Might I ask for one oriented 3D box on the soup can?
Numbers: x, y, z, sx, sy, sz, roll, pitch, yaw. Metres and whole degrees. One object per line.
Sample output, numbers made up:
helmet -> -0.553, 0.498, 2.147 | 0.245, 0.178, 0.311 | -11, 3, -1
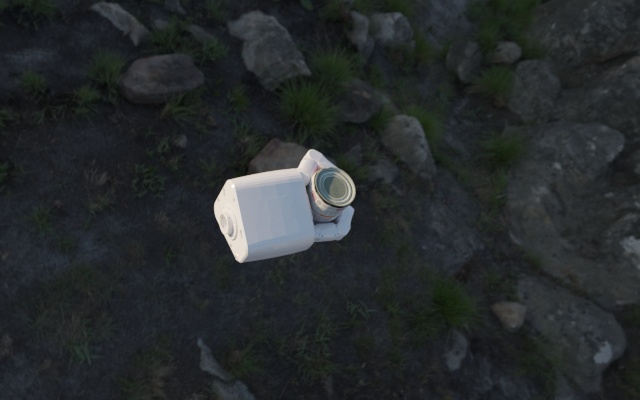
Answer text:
soup can -> 0.001, 0.002, 0.714 | 0.068, 0.068, 0.102 | 0, -27, -28
